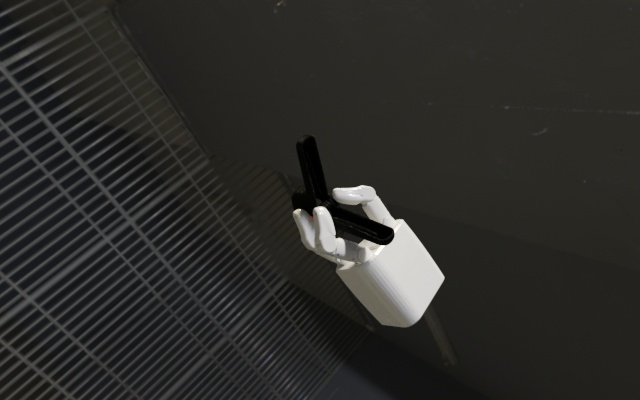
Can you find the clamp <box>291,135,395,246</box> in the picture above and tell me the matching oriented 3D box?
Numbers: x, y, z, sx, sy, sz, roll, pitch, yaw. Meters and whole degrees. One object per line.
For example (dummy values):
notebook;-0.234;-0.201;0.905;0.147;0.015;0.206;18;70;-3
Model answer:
clamp;0.001;0.002;0.647;0.036;0.164;0.210;-39;5;-23
